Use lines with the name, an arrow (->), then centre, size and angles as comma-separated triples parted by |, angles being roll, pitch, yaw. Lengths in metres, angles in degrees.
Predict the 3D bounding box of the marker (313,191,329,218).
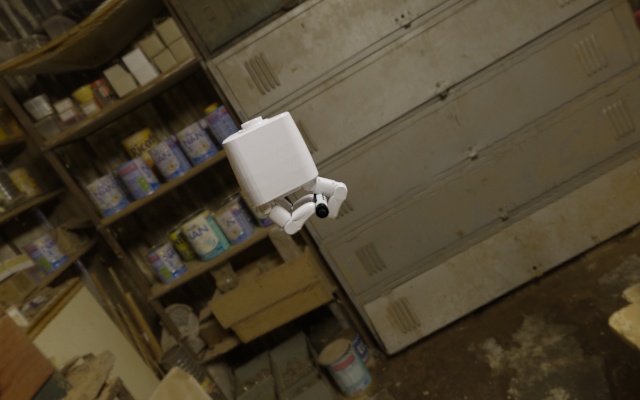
marker -> 0.000, 0.002, 0.712 | 0.020, 0.020, 0.121 | 0, 14, -2
